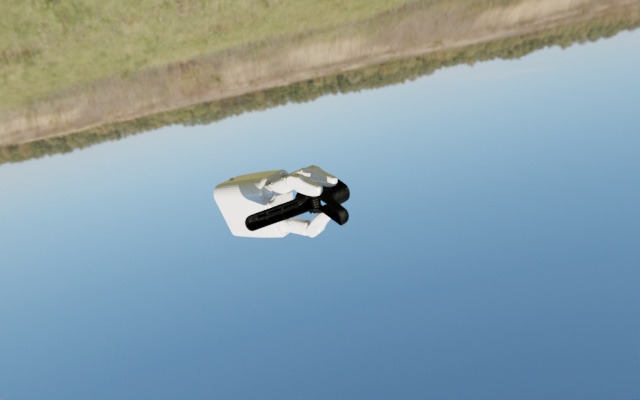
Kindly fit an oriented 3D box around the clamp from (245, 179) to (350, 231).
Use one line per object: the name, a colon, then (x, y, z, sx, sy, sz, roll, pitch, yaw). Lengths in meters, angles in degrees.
clamp: (0.000, 0.003, 0.770, 0.164, 0.036, 0.210, -2, 17, 29)
